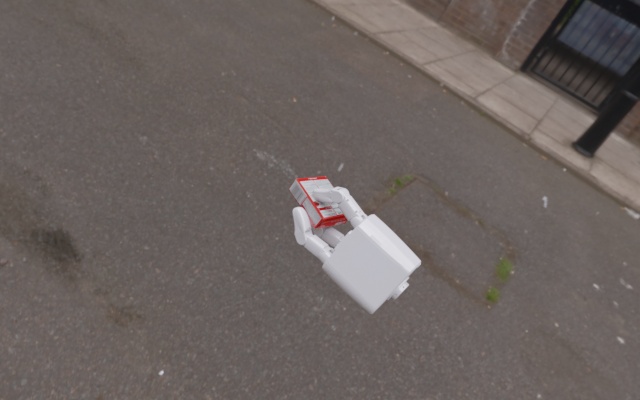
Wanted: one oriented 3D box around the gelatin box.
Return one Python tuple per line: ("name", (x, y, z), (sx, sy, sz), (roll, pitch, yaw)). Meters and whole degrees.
("gelatin box", (0.000, 0.002, 0.793), (0.073, 0.089, 0.030), (-8, -34, -47))
